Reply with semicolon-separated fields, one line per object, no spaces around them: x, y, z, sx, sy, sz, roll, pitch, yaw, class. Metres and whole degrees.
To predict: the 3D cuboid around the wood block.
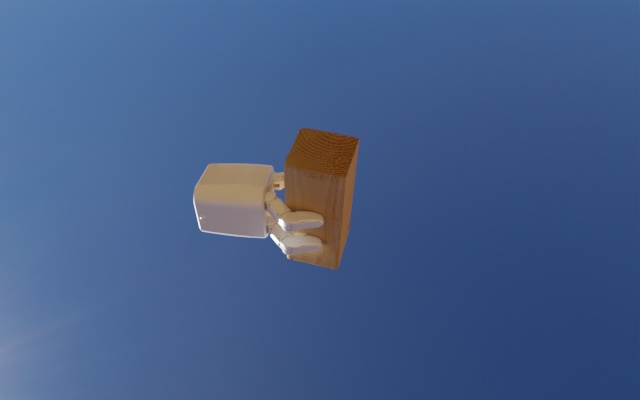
0.000;0.002;0.736;0.090;0.090;0.206;11;-43;8;wood block
